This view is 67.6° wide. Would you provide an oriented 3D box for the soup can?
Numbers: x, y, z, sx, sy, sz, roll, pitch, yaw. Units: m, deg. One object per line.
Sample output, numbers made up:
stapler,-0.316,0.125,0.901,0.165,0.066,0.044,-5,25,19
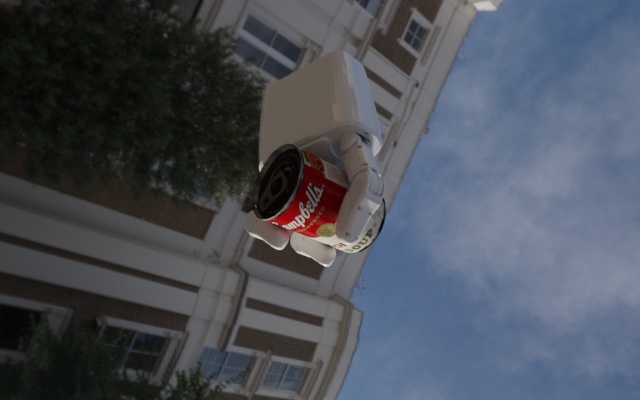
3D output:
soup can,0.000,0.002,0.424,0.102,0.068,0.068,25,-15,-35
